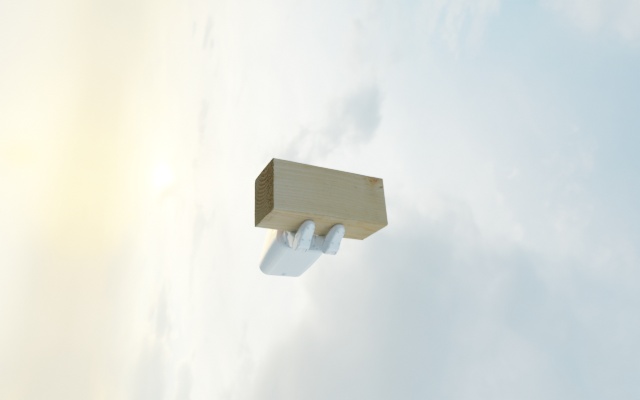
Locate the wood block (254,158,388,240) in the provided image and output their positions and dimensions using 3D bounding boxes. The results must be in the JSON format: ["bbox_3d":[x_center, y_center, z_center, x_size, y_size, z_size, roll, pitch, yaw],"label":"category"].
[{"bbox_3d":[0.000,0.003,0.807,0.206,0.090,0.090,9,-27,-26],"label":"wood block"}]
